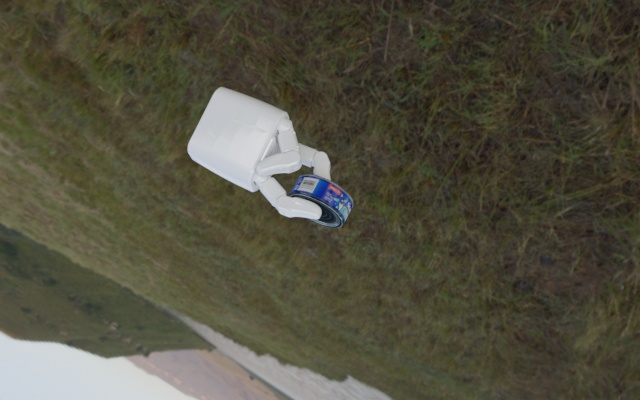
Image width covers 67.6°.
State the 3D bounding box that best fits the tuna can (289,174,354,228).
[{"bbox_3d":[0.000,0.003,0.657,0.086,0.033,0.086,24,-23,10],"label":"tuna can"}]
